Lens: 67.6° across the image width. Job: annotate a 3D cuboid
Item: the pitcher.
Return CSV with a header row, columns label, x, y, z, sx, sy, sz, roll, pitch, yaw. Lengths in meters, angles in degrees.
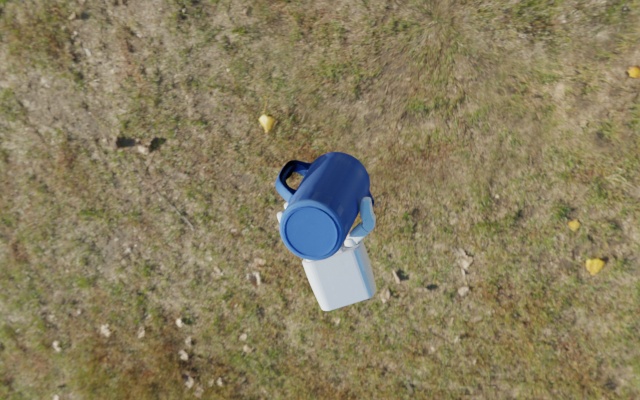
label,x,y,z,sx,sy,sz,roll,pitch,yaw
pitcher,0.000,0.003,0.861,0.149,0.145,0.242,-14,17,18
